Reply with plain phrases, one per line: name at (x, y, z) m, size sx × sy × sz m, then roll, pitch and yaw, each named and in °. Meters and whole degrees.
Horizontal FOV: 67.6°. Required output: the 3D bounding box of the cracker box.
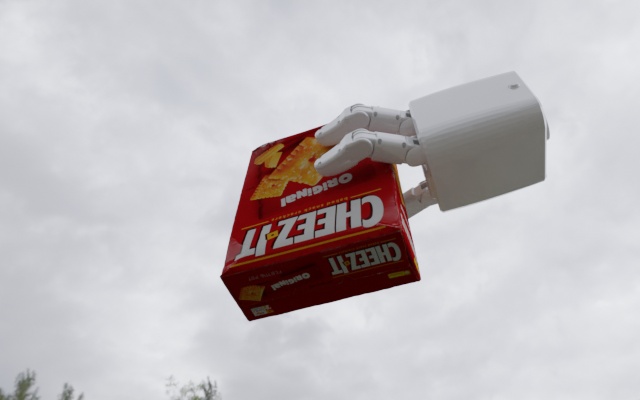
cracker box at (0.000, 0.002, 0.484) m, size 0.164 × 0.072 × 0.213 m, roll -17°, pitch 35°, yaw 13°
